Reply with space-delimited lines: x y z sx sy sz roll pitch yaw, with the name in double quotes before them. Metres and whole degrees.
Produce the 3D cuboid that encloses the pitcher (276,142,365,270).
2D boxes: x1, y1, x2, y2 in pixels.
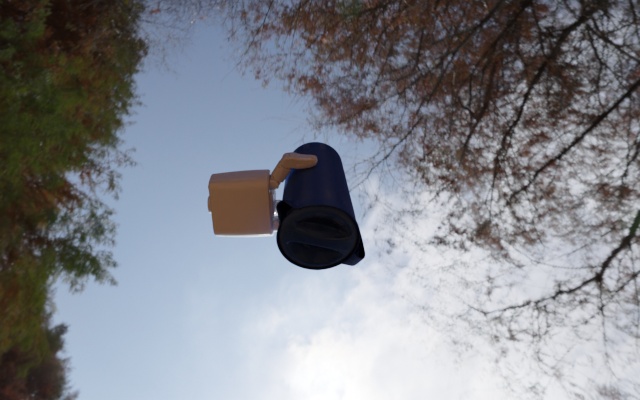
"pitcher" 0.000 0.003 0.849 0.145 0.149 0.242 -3 35 0
